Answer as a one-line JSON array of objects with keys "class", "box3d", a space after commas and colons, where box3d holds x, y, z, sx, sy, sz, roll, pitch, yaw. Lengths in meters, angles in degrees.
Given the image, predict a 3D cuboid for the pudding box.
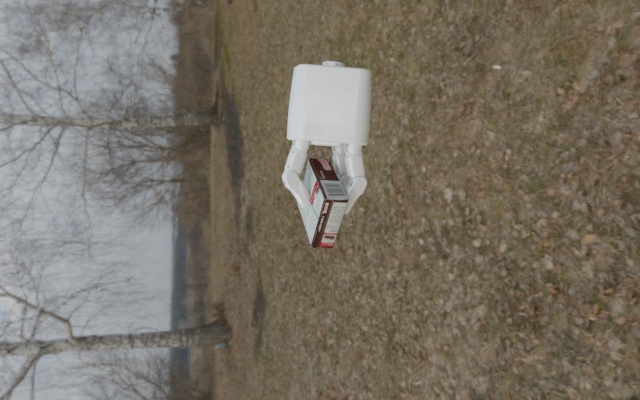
[{"class": "pudding box", "box3d": [0.000, 0.002, 0.712, 0.039, 0.090, 0.113, 4, 34, -17]}]
